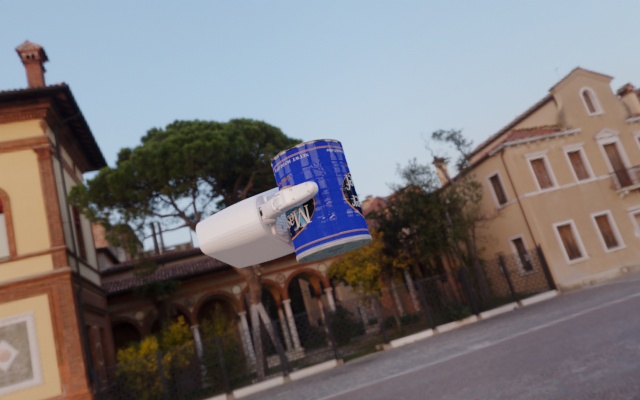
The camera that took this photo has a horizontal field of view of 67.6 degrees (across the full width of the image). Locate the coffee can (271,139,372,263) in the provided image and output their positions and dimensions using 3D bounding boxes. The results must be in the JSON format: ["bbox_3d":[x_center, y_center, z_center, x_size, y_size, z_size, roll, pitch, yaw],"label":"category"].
[{"bbox_3d":[0.000,0.002,0.644,0.103,0.140,0.103,-15,-13,-4],"label":"coffee can"}]
